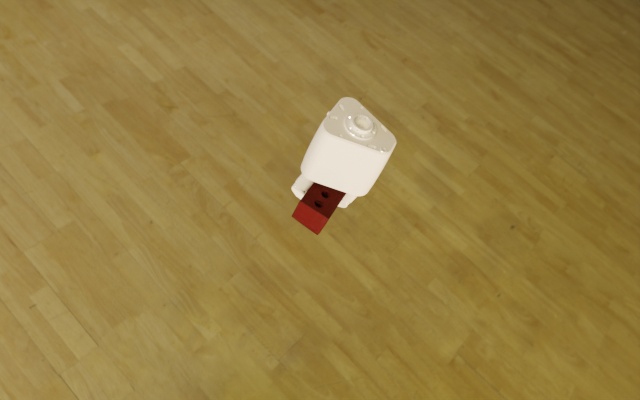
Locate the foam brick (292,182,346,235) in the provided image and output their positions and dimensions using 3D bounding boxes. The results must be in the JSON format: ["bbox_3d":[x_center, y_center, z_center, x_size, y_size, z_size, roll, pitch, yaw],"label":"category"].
[{"bbox_3d":[0.000,0.003,0.748,0.053,0.078,0.051,34,-36,1],"label":"foam brick"}]
